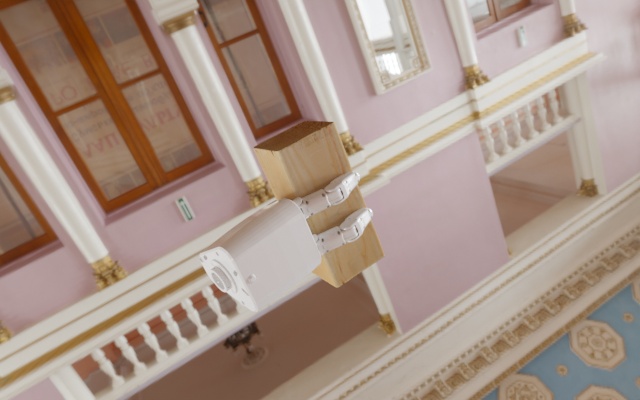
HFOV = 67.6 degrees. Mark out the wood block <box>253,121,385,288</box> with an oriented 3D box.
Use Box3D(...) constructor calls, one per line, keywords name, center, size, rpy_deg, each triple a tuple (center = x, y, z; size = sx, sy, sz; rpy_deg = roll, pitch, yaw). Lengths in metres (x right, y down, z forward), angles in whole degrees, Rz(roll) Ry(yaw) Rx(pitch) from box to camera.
Box3D(name="wood block", center=(0.000, 0.002, 0.662), size=(0.090, 0.206, 0.091), rpy_deg=(-31, 22, -21))
